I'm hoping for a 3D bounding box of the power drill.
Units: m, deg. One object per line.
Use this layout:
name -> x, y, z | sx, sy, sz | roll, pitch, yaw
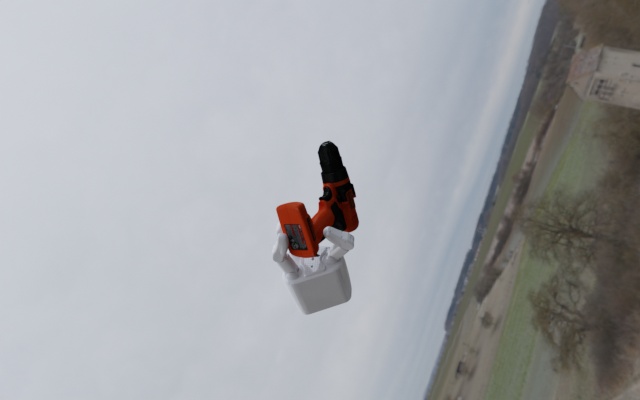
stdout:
power drill -> 0.000, 0.003, 0.862 | 0.057, 0.184, 0.187 | -4, 22, 37
